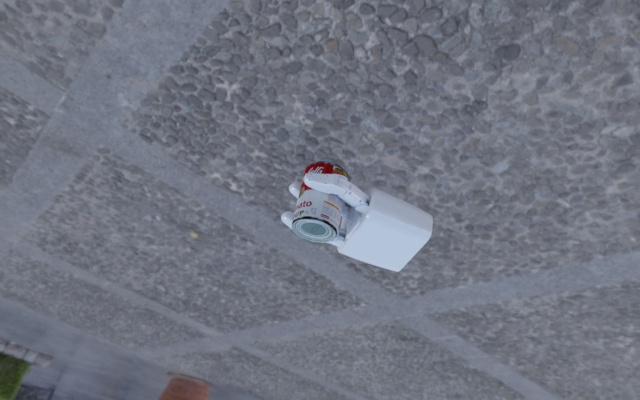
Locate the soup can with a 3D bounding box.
[{"bbox_3d":[0.000,0.002,0.701,0.068,0.102,0.068,9,-33,6],"label":"soup can"}]
